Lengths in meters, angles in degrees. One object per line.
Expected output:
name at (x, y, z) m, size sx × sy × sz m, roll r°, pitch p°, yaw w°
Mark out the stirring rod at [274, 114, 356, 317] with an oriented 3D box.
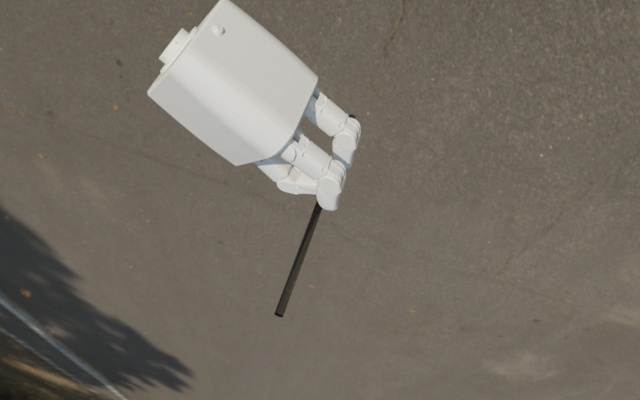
stirring rod at (0.000, 0.001, 0.465) m, size 0.011 × 0.239 × 0.011 m, roll 14°, pitch -34°, yaw 10°
